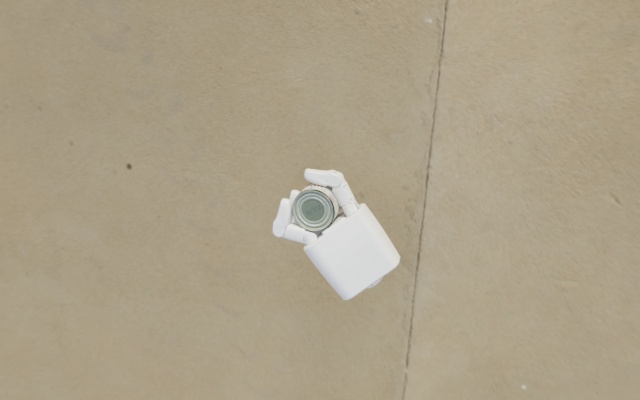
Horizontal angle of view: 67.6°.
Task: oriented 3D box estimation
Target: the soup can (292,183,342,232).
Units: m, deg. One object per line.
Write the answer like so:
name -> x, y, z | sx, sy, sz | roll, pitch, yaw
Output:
soup can -> 0.000, 0.002, 0.757 | 0.068, 0.068, 0.102 | 0, 16, 14
